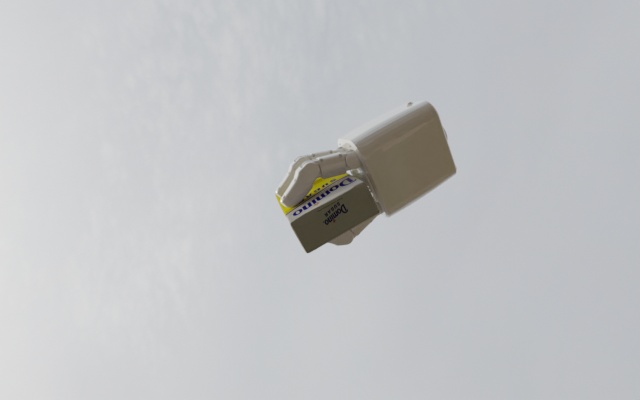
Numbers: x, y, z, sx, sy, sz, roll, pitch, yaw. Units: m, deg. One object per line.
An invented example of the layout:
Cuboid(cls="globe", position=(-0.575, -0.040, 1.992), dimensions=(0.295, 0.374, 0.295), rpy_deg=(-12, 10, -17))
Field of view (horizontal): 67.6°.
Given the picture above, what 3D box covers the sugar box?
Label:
Cuboid(cls="sugar box", position=(0.000, 0.001, 0.583), dimensions=(0.093, 0.048, 0.176), rpy_deg=(-29, 12, -5))
